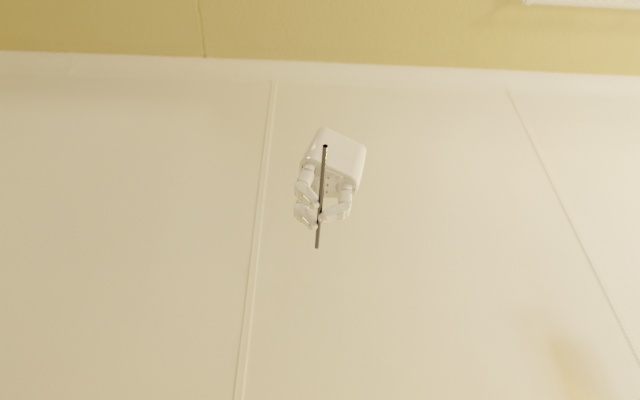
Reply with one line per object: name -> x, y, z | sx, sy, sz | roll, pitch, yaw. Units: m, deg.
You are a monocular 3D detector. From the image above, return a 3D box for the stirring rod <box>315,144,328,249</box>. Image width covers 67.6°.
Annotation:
stirring rod -> 0.000, 0.002, 0.791 | 0.011, 0.011, 0.240 | 0, -44, -5
